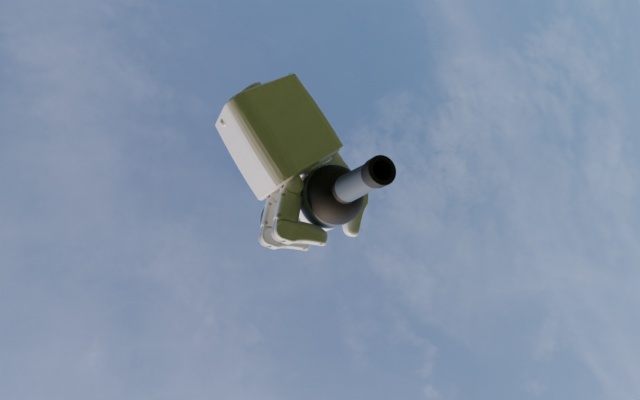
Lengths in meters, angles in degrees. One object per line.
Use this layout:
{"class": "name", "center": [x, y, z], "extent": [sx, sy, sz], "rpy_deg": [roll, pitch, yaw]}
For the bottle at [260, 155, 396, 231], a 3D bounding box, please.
{"class": "bottle", "center": [0.000, 0.002, 0.544], "extent": [0.069, 0.069, 0.296], "rpy_deg": [0, -11, -22]}
